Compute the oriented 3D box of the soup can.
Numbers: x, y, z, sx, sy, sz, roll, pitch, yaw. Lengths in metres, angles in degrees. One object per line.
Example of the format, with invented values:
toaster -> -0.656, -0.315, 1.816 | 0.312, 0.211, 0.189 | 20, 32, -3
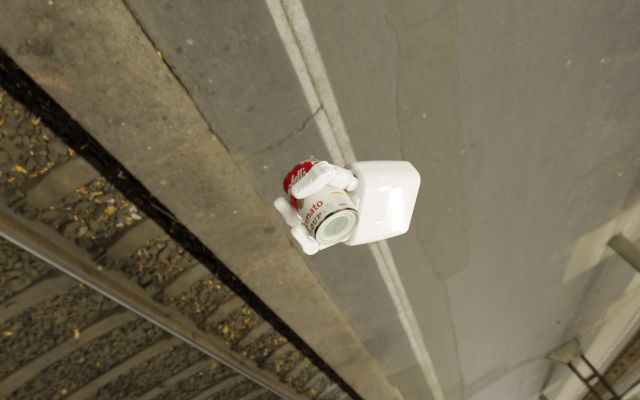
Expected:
soup can -> 0.000, 0.002, 0.643 | 0.068, 0.068, 0.102 | 0, 42, -37
